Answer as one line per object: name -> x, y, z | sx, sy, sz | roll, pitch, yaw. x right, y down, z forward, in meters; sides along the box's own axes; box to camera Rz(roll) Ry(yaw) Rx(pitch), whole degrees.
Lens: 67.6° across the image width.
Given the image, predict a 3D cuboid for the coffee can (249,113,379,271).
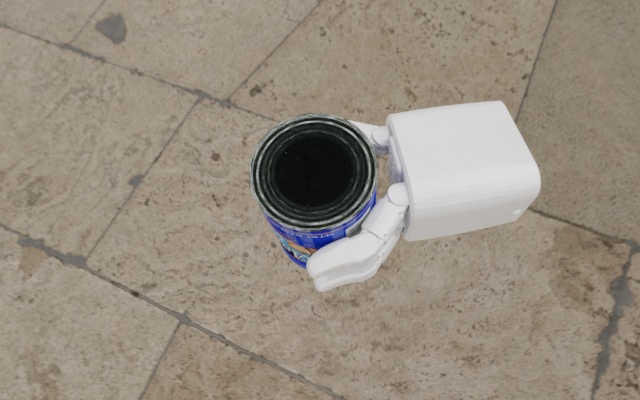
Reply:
coffee can -> 0.000, 0.001, 0.436 | 0.103, 0.102, 0.140 | 0, -22, 5
